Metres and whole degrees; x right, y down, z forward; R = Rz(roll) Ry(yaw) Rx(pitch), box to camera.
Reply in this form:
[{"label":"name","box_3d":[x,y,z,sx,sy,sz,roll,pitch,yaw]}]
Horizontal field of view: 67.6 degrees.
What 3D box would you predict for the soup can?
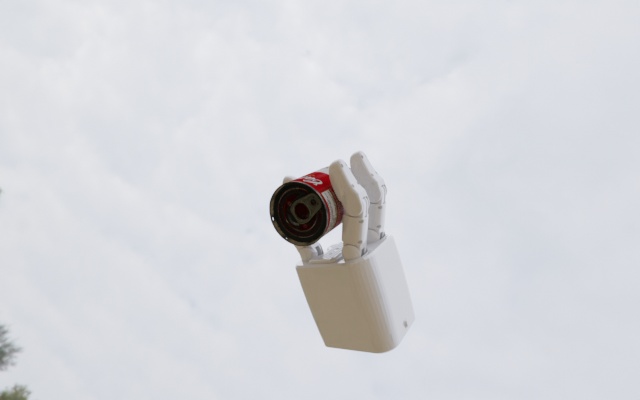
[{"label":"soup can","box_3d":[0.000,0.001,0.521,0.068,0.068,0.102,0,14,28]}]
